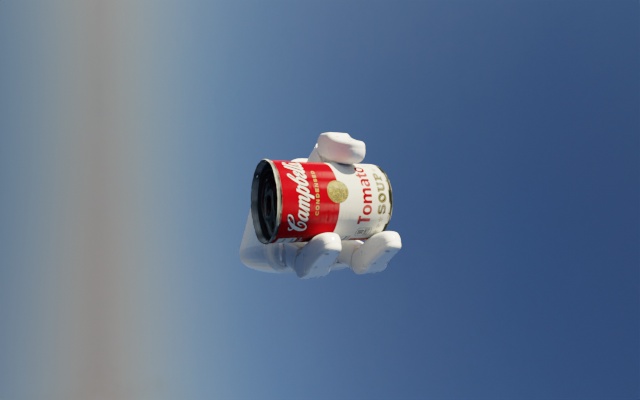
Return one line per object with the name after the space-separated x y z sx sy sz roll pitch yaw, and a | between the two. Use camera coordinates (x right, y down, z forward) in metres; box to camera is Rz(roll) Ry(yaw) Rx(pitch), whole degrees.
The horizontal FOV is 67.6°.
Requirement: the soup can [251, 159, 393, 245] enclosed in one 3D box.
0.001 0.001 0.401 0.102 0.068 0.068 0 0 -25 | soup can
